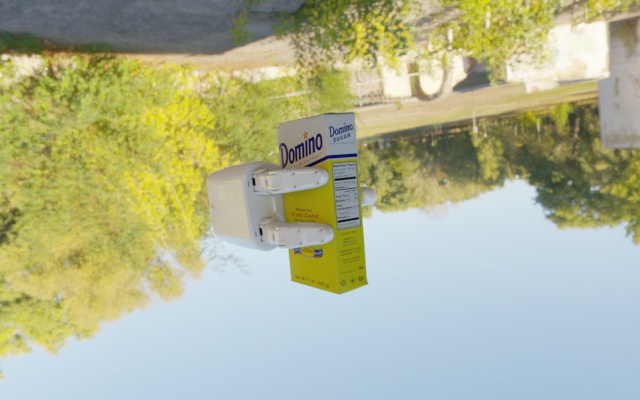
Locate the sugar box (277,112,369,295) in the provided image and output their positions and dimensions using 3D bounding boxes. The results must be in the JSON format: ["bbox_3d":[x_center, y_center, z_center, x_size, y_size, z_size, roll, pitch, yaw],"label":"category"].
[{"bbox_3d":[0.000,0.002,0.499,0.048,0.176,0.093,-11,7,-35],"label":"sugar box"}]
